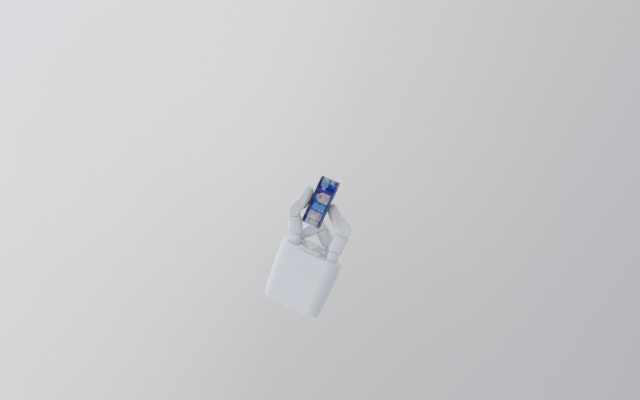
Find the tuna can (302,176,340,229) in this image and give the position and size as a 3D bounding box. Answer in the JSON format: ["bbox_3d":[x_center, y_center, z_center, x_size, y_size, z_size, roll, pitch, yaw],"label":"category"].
[{"bbox_3d":[0.000,0.002,0.802,0.034,0.086,0.086,25,0,0],"label":"tuna can"}]
